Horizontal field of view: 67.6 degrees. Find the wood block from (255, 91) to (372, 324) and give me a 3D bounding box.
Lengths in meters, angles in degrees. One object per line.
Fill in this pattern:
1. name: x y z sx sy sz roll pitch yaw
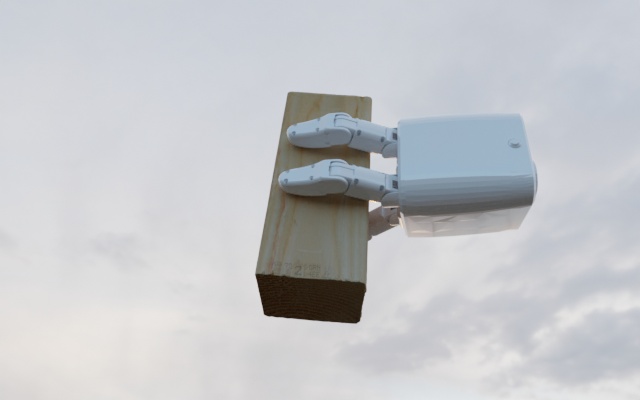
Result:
1. wood block: 0.000 0.002 0.460 0.090 0.206 0.091 4 -35 3
